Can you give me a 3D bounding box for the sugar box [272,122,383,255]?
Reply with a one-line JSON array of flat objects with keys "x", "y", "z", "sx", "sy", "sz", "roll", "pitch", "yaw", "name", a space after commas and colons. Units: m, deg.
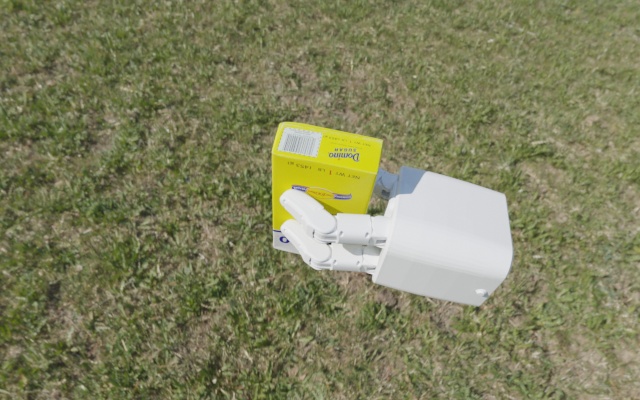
[{"x": 0.000, "y": 0.002, "z": 0.476, "sx": 0.093, "sy": 0.048, "sz": 0.176, "roll": 12, "pitch": -35, "yaw": 3, "name": "sugar box"}]
